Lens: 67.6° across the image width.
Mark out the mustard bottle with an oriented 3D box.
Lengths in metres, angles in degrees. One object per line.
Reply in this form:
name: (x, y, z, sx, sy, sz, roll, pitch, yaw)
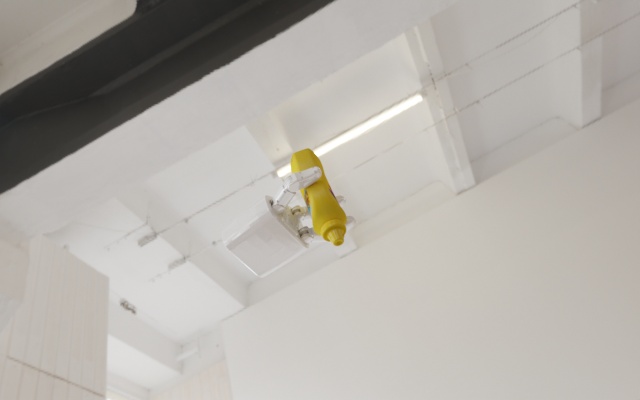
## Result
mustard bottle: (0.000, 0.002, 0.808, 0.058, 0.096, 0.191, -19, 46, -4)
